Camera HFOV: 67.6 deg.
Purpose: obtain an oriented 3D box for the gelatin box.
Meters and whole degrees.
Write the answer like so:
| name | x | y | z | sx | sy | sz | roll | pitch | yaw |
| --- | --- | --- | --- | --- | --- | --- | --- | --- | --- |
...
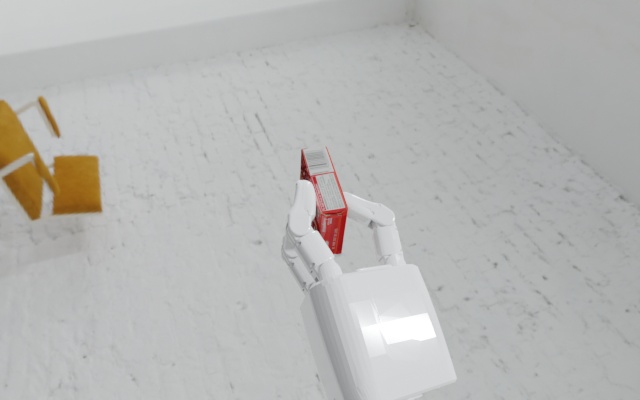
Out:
| name | x | y | z | sx | sy | sz | roll | pitch | yaw |
| --- | --- | --- | --- | --- | --- | --- | --- | --- | --- |
| gelatin box | 0.000 | 0.001 | 0.486 | 0.030 | 0.089 | 0.073 | -8 | -38 | -12 |
